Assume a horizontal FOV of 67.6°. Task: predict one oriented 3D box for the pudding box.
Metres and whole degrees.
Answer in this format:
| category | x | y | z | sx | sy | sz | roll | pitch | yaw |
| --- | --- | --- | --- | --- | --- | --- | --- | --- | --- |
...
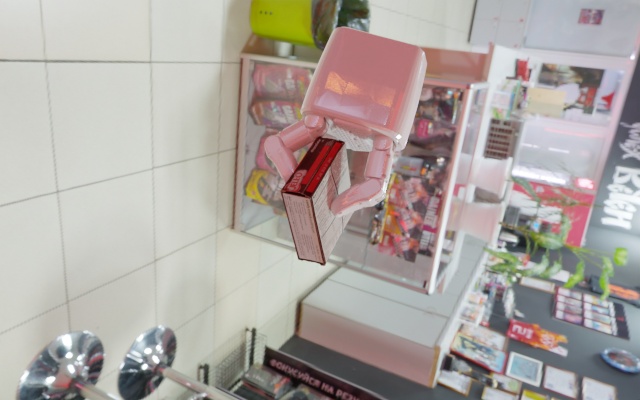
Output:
| category | x | y | z | sx | sy | sz | roll | pitch | yaw |
| --- | --- | --- | --- | --- | --- | --- | --- | --- | --- |
| pudding box | 0.000 | 0.002 | 0.520 | 0.039 | 0.114 | 0.090 | 12 | 49 | 24 |
